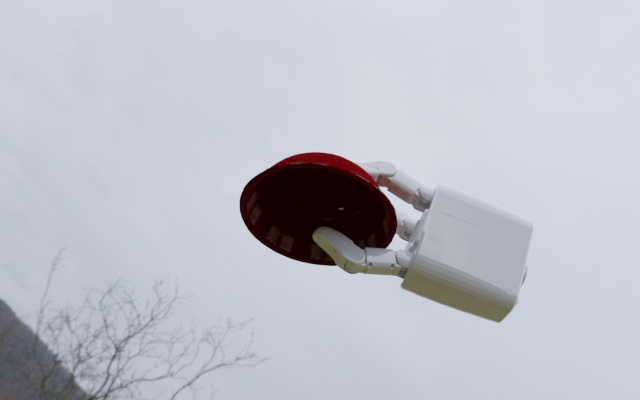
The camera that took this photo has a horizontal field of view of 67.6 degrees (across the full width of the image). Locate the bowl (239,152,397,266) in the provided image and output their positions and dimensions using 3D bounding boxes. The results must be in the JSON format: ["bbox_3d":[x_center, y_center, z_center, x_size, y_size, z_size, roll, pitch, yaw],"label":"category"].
[{"bbox_3d":[-0.001,0.001,0.500,0.162,0.055,0.162,6,-41,5],"label":"bowl"}]
